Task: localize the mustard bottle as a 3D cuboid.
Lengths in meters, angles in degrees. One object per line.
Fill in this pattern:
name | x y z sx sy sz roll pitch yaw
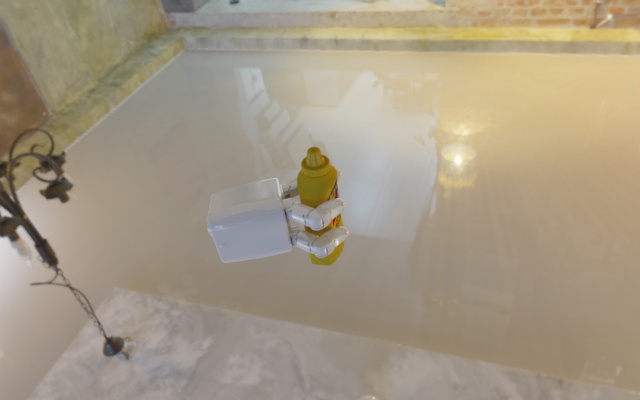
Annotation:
mustard bottle | 0.000 0.003 0.720 0.058 0.192 0.096 4 42 15
